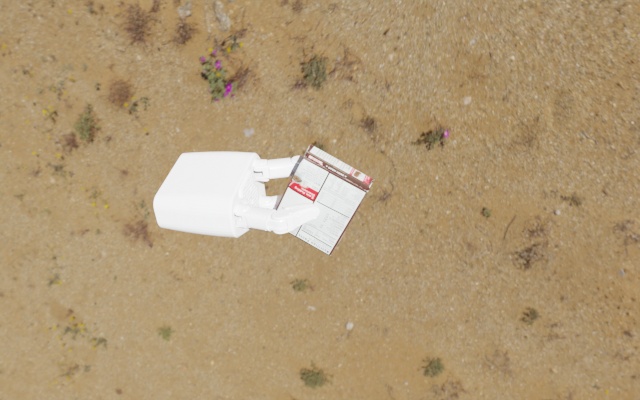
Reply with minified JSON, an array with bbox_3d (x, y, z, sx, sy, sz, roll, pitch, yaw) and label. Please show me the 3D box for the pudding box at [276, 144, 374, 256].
[{"bbox_3d":[0.000,0.002,0.589,0.090,0.113,0.039,29,33,0],"label":"pudding box"}]
